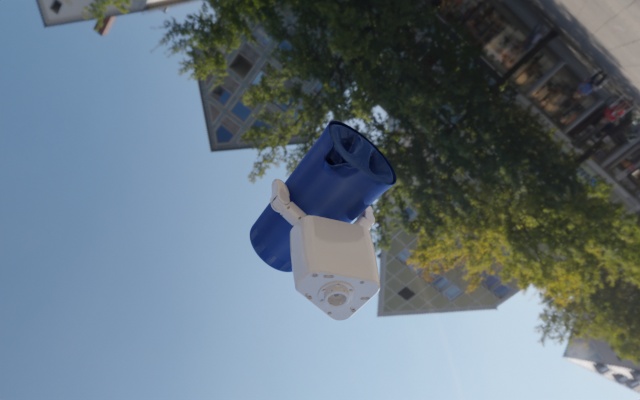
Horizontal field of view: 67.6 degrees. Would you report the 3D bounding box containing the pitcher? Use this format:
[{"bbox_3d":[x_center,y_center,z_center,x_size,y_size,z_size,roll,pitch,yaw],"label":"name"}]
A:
[{"bbox_3d":[0.000,0.003,0.768,0.149,0.243,0.145,30,29,-25],"label":"pitcher"}]
